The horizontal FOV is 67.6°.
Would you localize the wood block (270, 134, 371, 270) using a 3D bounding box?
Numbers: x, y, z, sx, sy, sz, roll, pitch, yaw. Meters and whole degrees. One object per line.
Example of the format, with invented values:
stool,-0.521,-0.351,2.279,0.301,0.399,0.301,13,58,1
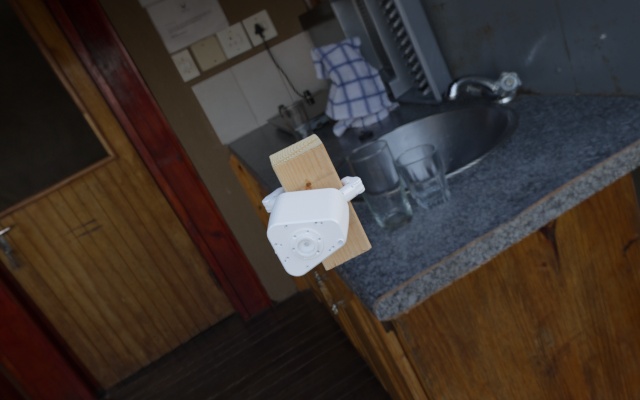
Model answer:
wood block,0.000,0.003,0.828,0.091,0.206,0.090,-26,20,-1
